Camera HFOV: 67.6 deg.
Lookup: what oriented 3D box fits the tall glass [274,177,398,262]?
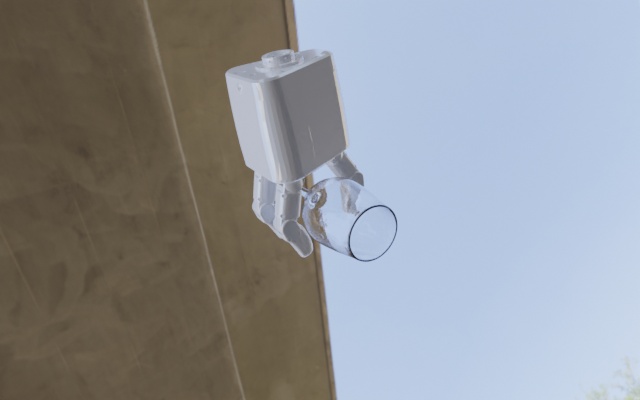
[{"bbox_3d":[0.000,0.002,0.552,0.079,0.079,0.201,0,19,-35],"label":"tall glass"}]
